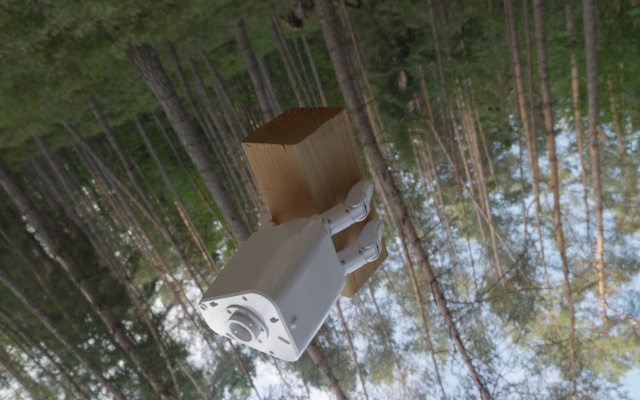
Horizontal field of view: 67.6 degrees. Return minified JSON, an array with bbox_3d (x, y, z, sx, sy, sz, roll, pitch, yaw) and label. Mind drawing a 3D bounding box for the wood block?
[{"bbox_3d":[0.000,0.002,0.567,0.091,0.206,0.090,9,40,41],"label":"wood block"}]
